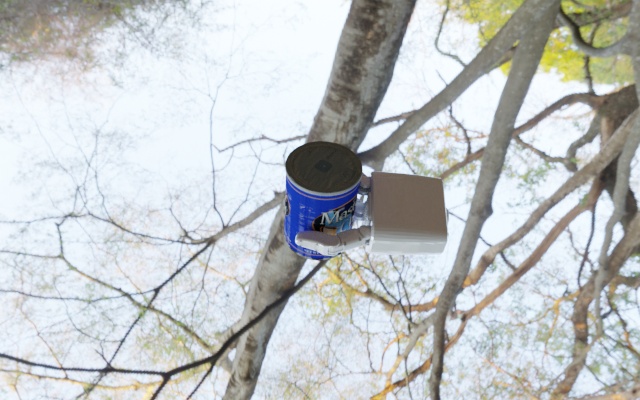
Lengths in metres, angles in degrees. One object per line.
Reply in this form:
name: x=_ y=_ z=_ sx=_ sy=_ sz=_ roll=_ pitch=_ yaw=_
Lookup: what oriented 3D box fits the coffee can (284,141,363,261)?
coffee can: x=0.000 y=0.002 z=0.677 sx=0.103 sy=0.102 sz=0.140 roll=0 pitch=-44 yaw=-5
